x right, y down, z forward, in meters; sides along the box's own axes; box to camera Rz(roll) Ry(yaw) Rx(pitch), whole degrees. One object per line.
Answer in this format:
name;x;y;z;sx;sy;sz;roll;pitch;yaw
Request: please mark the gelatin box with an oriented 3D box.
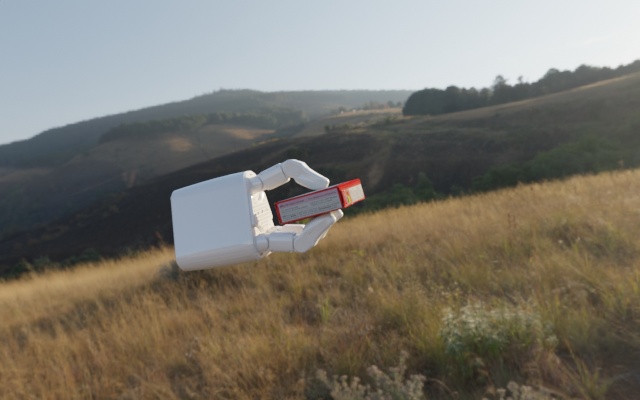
gelatin box;0.000;0.001;0.581;0.089;0.030;0.073;-16;1;25
